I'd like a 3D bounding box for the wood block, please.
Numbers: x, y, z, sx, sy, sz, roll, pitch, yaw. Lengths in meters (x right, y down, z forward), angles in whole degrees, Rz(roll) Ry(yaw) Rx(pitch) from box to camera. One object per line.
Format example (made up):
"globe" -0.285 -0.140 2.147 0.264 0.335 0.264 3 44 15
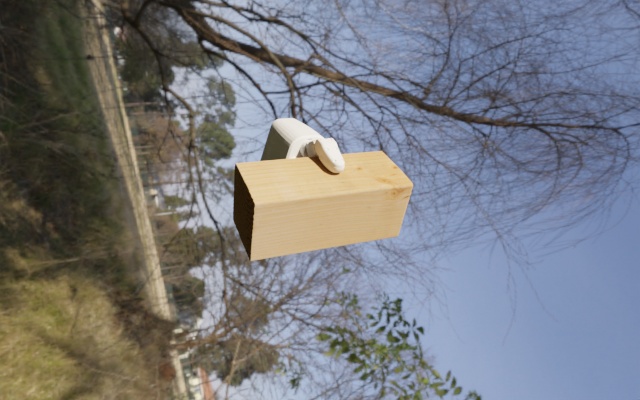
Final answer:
"wood block" 0.000 0.002 0.614 0.206 0.091 0.090 -8 38 -22
